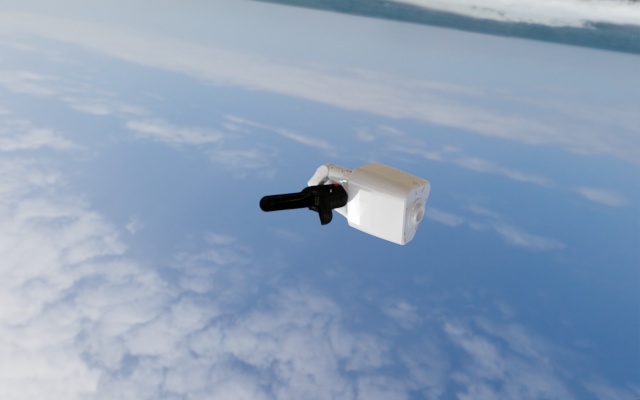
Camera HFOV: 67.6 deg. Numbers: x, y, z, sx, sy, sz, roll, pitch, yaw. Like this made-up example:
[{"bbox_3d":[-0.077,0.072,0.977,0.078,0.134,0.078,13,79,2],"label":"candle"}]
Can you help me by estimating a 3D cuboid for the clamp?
[{"bbox_3d":[0.000,0.003,0.761,0.120,0.039,0.171,22,25,32],"label":"clamp"}]
